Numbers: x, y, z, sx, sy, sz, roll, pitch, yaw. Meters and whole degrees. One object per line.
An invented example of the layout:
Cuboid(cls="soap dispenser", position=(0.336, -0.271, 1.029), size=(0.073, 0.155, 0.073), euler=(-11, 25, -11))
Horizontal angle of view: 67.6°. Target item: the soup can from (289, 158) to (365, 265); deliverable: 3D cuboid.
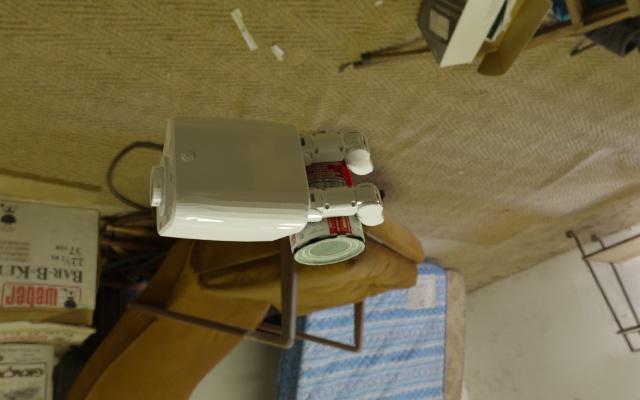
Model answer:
Cuboid(cls="soup can", position=(0.001, 0.002, 0.449), size=(0.068, 0.102, 0.068), euler=(-8, -26, -4))
